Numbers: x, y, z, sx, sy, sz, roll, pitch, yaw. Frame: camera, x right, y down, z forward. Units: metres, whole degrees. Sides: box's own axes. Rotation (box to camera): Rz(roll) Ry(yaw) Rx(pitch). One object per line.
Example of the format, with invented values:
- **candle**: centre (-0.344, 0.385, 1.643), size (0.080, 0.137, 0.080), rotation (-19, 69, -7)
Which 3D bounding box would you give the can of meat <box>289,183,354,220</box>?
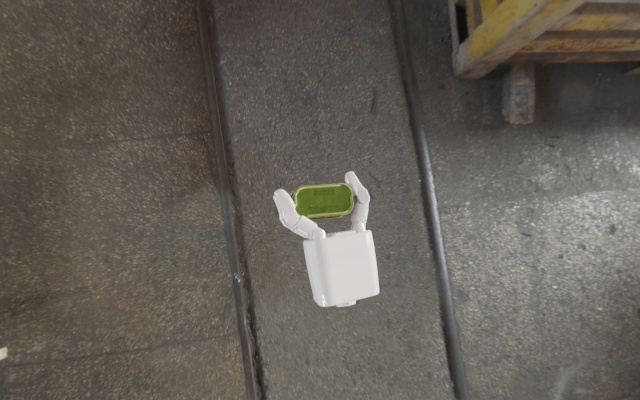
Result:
- **can of meat**: centre (0.000, 0.003, 0.800), size (0.102, 0.057, 0.084), rotation (-5, -3, -8)
